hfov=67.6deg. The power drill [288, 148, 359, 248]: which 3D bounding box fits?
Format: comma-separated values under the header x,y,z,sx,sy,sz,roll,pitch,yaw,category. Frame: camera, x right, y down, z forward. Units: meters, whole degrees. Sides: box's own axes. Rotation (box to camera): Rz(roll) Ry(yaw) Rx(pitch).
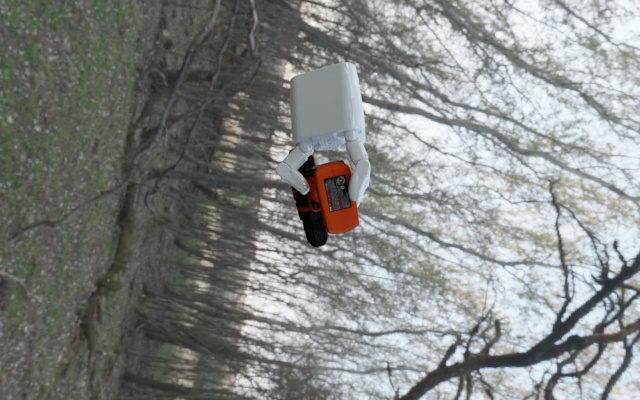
x,y,z,sx,sy,sz,roll,pitch,yaw,category
0.000,0.002,0.780,0.057,0.184,0.187,-16,11,-17,power drill
